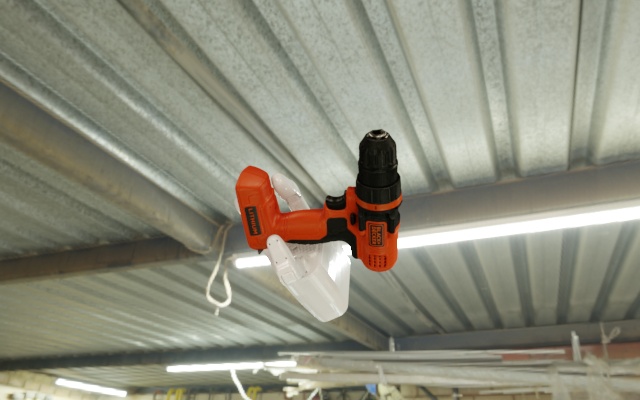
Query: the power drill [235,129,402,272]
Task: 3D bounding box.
[{"bbox_3d":[0.000,0.002,0.555,0.187,0.185,0.057,4,34,14],"label":"power drill"}]
